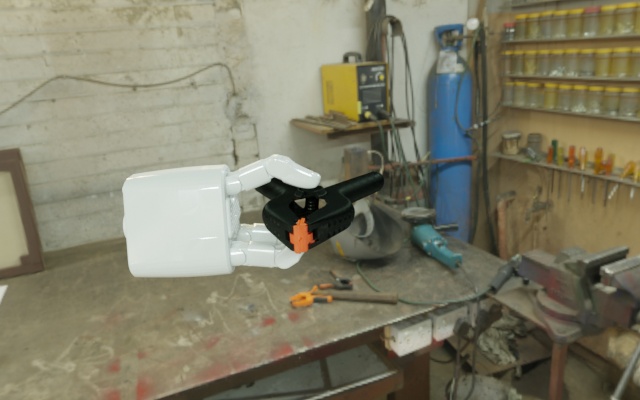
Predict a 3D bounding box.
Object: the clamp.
[{"bbox_3d":[0.000,0.001,0.522,0.164,0.036,0.210,-3,18,-1],"label":"clamp"}]
